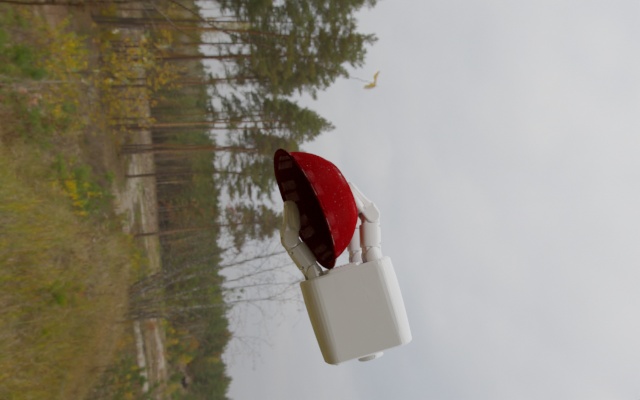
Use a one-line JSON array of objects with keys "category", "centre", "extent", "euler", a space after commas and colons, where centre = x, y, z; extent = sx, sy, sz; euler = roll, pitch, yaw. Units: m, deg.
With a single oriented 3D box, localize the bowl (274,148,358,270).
[{"category": "bowl", "centre": [0.000, 0.001, 0.597], "extent": [0.055, 0.162, 0.162], "euler": [-25, 7, -17]}]
